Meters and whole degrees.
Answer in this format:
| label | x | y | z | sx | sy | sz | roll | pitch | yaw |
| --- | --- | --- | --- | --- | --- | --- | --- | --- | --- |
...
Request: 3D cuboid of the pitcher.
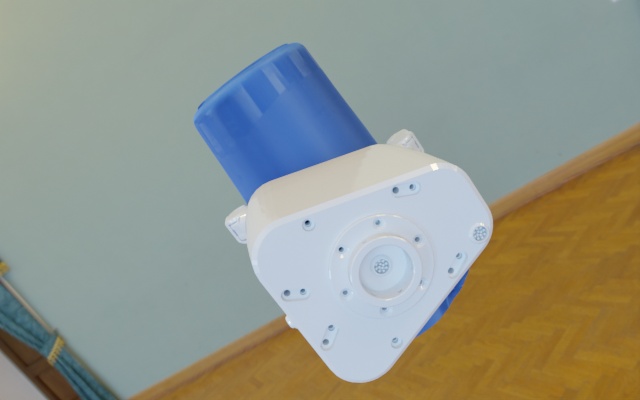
| label | x | y | z | sx | sy | sz | roll | pitch | yaw |
| --- | --- | --- | --- | --- | --- | --- | --- | --- | --- |
| pitcher | 0.000 | 0.001 | 0.411 | 0.149 | 0.243 | 0.145 | -36 | 12 | 0 |
